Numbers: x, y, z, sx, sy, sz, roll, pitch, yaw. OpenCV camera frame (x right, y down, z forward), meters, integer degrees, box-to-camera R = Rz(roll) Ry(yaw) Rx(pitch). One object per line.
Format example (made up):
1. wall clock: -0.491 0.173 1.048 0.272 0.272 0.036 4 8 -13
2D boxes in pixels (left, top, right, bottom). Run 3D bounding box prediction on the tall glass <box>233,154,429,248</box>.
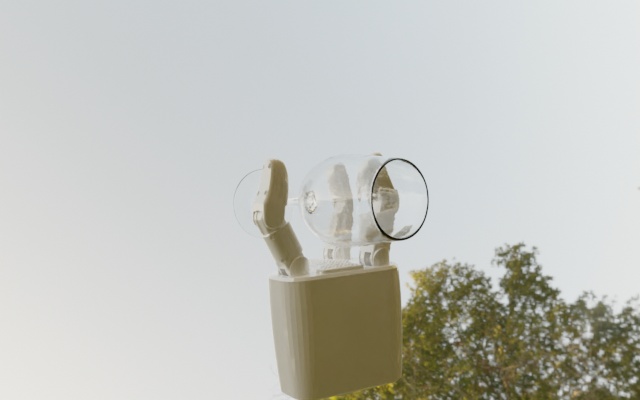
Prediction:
1. tall glass: 0.000 0.001 0.430 0.079 0.079 0.201 0 -2 -37
